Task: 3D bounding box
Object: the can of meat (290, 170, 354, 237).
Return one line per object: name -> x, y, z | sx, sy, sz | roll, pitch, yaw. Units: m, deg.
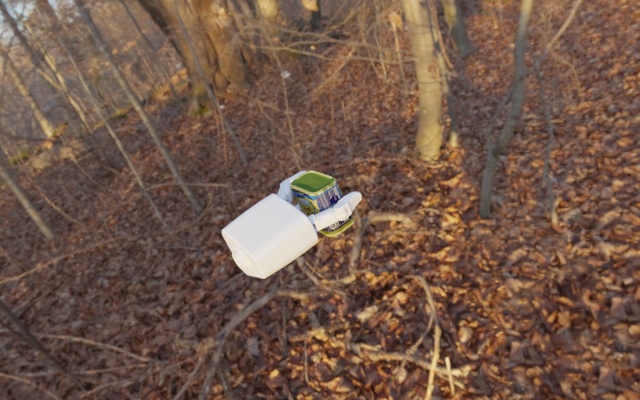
can of meat -> 0.000, 0.002, 0.802 | 0.057, 0.084, 0.102 | -34, 28, -21
